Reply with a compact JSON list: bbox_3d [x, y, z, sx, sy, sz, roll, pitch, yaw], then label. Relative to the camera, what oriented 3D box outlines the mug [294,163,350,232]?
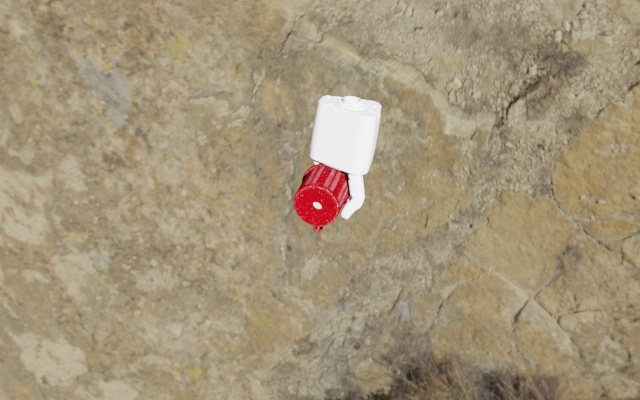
[{"bbox_3d":[0.000,0.004,0.843,0.093,0.117,0.081,12,30,9],"label":"mug"}]
